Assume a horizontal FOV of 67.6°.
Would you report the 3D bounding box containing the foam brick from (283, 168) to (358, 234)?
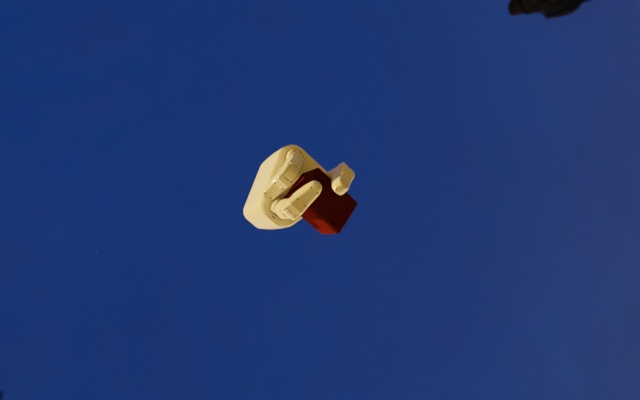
[{"bbox_3d":[0.000,0.002,0.646,0.078,0.053,0.051,42,-21,-15],"label":"foam brick"}]
